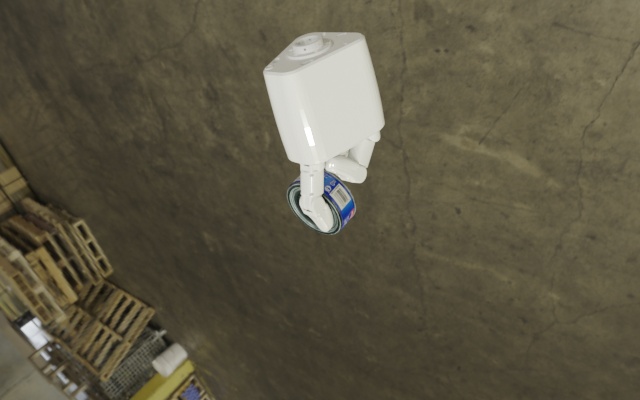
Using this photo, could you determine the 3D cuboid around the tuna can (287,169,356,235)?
[{"bbox_3d":[0.000,0.002,0.601,0.086,0.086,0.033,0,39,47],"label":"tuna can"}]
